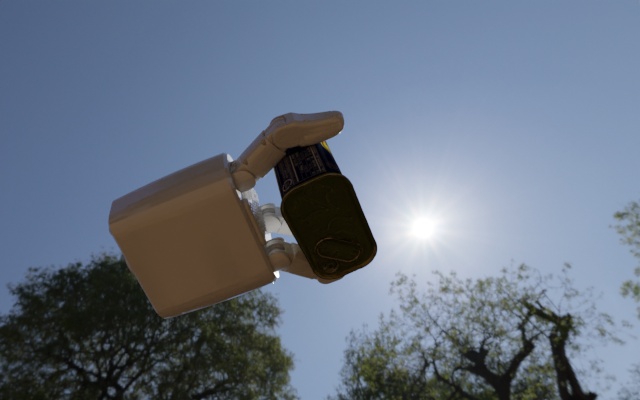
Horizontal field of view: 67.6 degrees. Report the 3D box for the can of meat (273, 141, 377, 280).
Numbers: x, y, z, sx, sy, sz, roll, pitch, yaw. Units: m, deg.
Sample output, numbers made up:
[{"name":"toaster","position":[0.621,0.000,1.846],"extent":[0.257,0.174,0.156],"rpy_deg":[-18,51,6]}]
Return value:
[{"name":"can of meat","position":[0.000,0.001,0.405],"extent":[0.057,0.102,0.084],"rpy_deg":[-24,36,2]}]
